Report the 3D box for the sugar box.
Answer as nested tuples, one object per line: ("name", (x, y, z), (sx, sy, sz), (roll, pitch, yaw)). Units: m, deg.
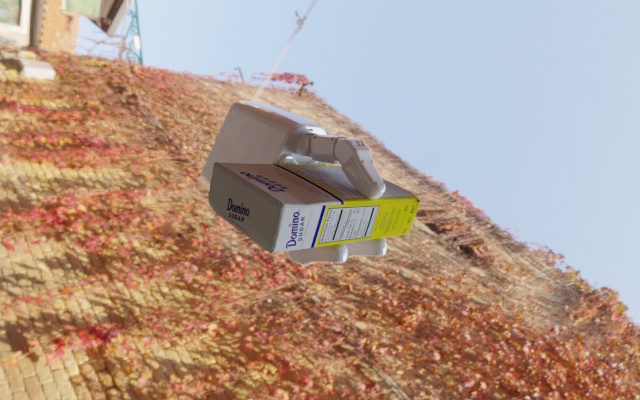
("sugar box", (0.000, 0.002, 0.423), (0.176, 0.048, 0.093), (-5, 26, -44))
